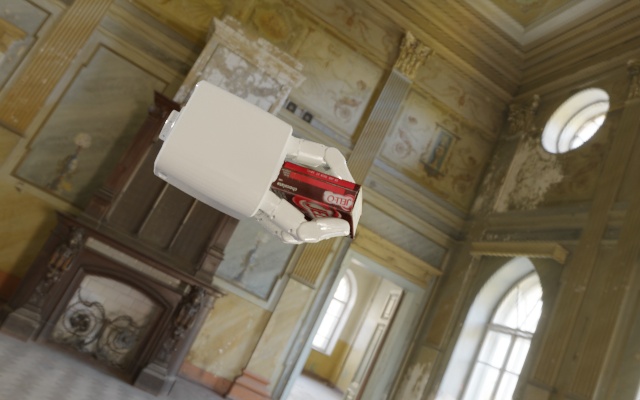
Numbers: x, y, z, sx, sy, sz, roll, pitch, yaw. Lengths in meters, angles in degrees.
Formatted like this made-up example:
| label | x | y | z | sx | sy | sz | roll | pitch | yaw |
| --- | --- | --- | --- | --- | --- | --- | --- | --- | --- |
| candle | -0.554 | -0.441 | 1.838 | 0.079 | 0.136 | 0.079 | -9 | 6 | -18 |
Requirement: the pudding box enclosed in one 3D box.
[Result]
| label | x | y | z | sx | sy | sz | roll | pitch | yaw |
| --- | --- | --- | --- | --- | --- | --- | --- | --- | --- |
| pudding box | 0.000 | 0.002 | 0.535 | 0.090 | 0.039 | 0.113 | 20 | -13 | 11 |
